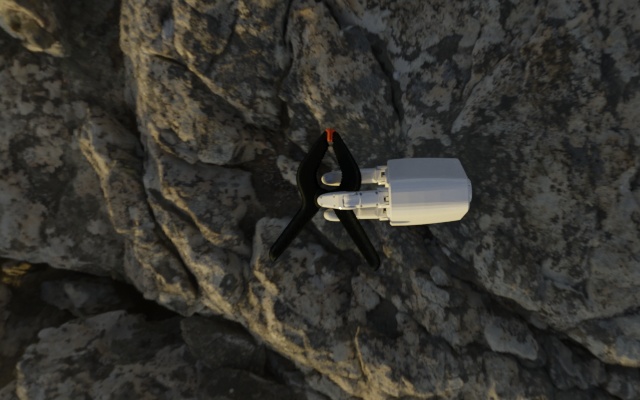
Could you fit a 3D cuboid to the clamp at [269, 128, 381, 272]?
[{"bbox_3d":[0.000,0.002,0.694,0.164,0.210,0.036,-3,5,7],"label":"clamp"}]
